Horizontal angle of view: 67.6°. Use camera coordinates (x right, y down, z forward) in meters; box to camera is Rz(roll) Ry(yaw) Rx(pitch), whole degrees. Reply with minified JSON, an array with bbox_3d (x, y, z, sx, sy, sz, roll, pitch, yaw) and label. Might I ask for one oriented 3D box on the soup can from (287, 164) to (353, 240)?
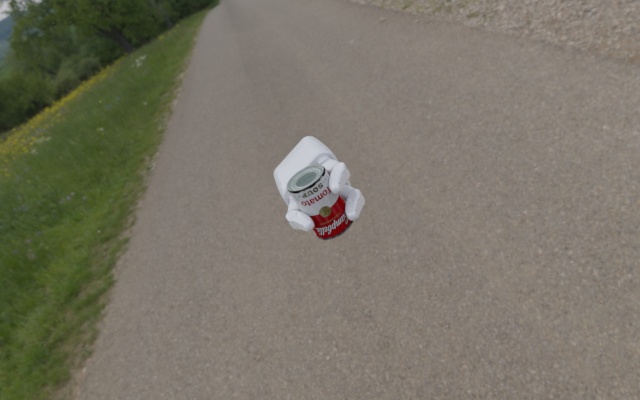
[{"bbox_3d":[0.000,0.002,0.746,0.068,0.102,0.068,-23,30,14],"label":"soup can"}]
